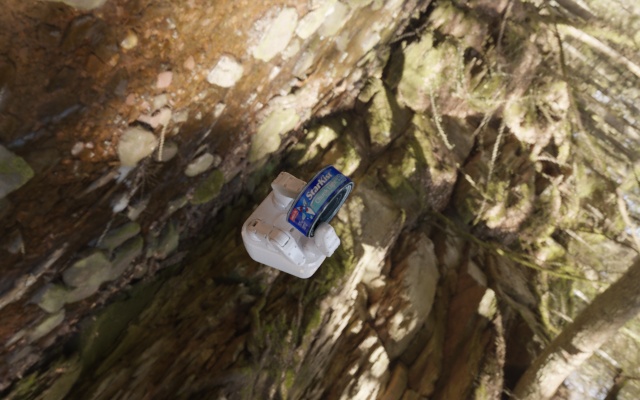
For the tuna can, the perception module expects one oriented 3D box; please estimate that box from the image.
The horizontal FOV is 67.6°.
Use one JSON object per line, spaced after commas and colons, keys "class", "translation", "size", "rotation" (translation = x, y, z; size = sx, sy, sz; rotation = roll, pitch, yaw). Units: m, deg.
{"class": "tuna can", "translation": [0.001, 0.002, 0.557], "size": [0.033, 0.086, 0.086], "rotation": [38, 9, 12]}
